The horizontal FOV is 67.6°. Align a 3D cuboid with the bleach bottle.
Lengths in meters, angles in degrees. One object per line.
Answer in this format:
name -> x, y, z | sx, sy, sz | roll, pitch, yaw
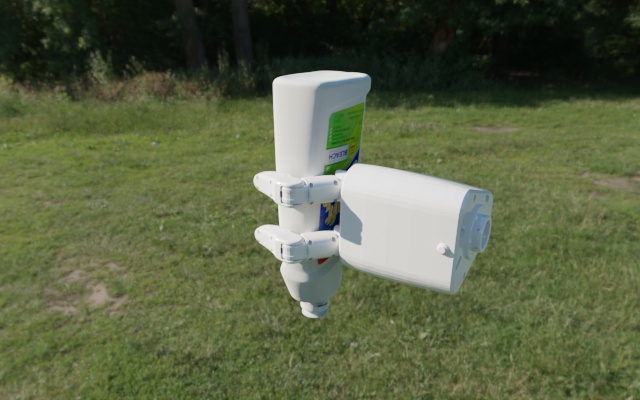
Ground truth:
bleach bottle -> 0.000, 0.002, 0.487 | 0.068, 0.251, 0.102 | 14, 24, 31
